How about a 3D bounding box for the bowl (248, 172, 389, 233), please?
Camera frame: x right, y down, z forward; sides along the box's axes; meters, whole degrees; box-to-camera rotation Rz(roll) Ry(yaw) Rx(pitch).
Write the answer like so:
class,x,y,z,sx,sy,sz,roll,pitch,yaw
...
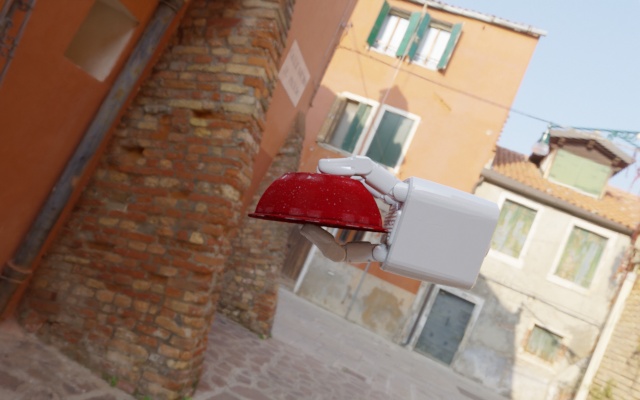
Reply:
class,x,y,z,sx,sy,sz,roll,pitch,yaw
bowl,-0.001,0.001,0.548,0.162,0.055,0.162,6,-4,0
